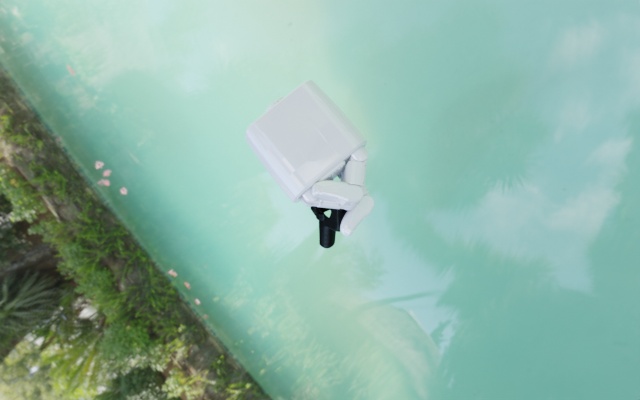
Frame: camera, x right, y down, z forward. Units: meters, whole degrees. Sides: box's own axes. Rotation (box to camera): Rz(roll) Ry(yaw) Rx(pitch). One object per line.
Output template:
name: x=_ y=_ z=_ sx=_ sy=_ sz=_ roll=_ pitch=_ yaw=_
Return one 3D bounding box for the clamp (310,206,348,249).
clamp: x=0.000 y=0.003 z=0.687 sx=0.039 sy=0.120 sz=0.171 roll=-35 pitch=-6 yaw=-22
